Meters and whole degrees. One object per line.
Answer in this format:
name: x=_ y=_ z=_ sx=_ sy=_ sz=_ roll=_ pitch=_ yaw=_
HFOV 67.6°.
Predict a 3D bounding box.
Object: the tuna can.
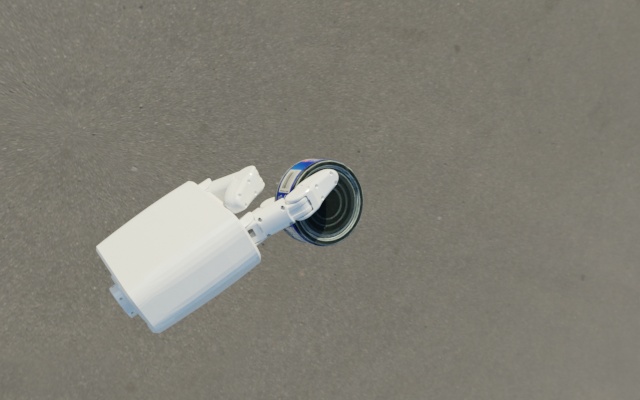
tuna can: x=0.000 y=0.002 z=0.471 sx=0.086 sy=0.086 sz=0.034 roll=0 pitch=4 yaw=-32
